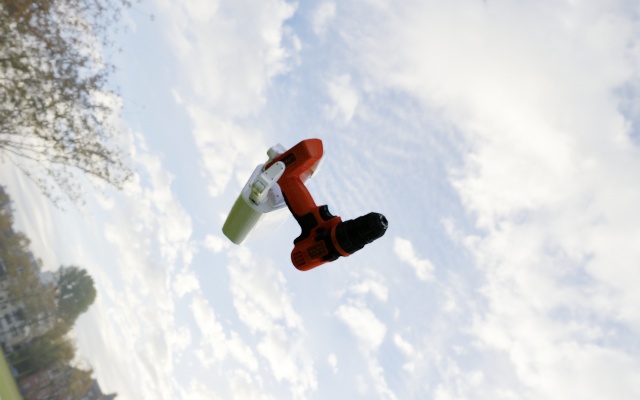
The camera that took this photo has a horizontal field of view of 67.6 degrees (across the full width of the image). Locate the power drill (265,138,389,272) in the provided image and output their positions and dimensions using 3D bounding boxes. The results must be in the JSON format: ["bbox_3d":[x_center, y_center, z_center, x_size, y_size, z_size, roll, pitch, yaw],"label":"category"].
[{"bbox_3d":[0.000,0.002,0.739,0.184,0.187,0.057,-28,-11,34],"label":"power drill"}]
